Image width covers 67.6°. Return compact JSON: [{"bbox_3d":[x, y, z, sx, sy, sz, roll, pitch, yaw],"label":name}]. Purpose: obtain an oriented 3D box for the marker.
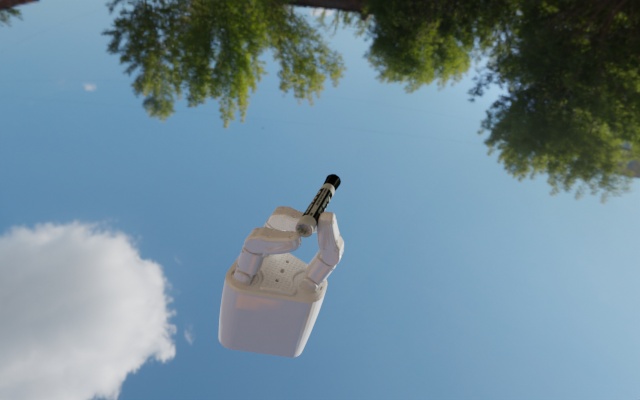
[{"bbox_3d":[0.000,0.002,0.535,0.020,0.020,0.121,0,28,19],"label":"marker"}]
